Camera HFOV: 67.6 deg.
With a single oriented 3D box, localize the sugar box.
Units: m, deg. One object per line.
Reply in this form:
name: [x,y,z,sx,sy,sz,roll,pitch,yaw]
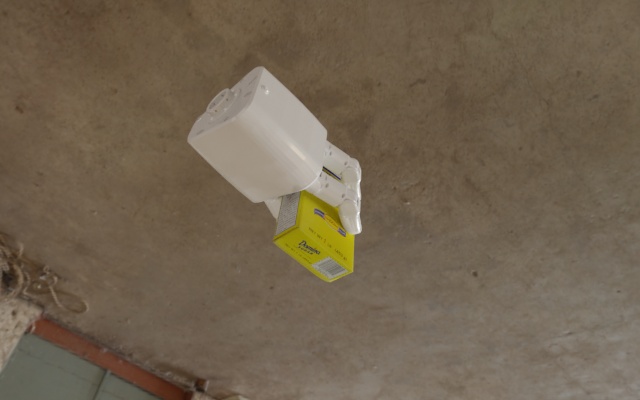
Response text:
sugar box: [0.000,0.002,0.579,0.048,0.176,0.093,-29,-55,31]
